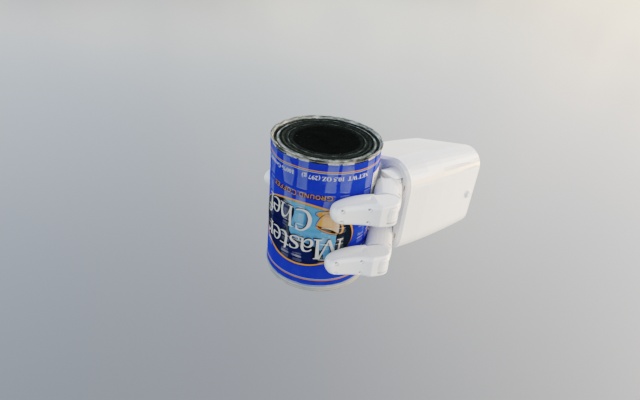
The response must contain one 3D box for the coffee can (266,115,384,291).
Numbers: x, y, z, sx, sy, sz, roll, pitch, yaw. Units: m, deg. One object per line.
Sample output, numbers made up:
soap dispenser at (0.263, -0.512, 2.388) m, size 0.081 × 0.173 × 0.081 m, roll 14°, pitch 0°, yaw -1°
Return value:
coffee can at (0.000, 0.002, 0.465) m, size 0.103 × 0.140 × 0.102 m, roll 4°, pitch 31°, yaw -3°
